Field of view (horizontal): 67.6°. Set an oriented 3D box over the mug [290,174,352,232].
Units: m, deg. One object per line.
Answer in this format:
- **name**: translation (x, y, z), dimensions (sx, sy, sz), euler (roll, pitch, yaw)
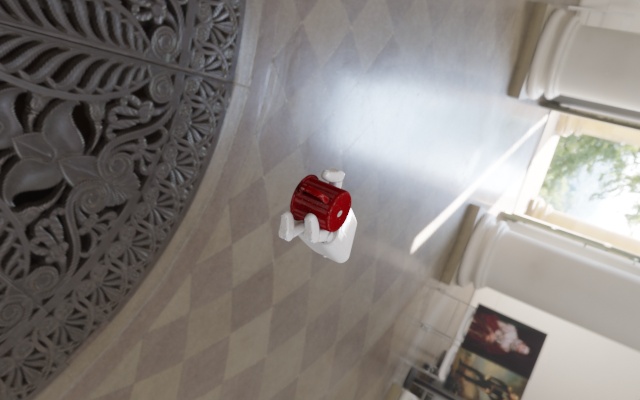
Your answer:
- **mug**: translation (0.000, 0.002, 0.870), dimensions (0.081, 0.093, 0.117), euler (23, -17, 28)
